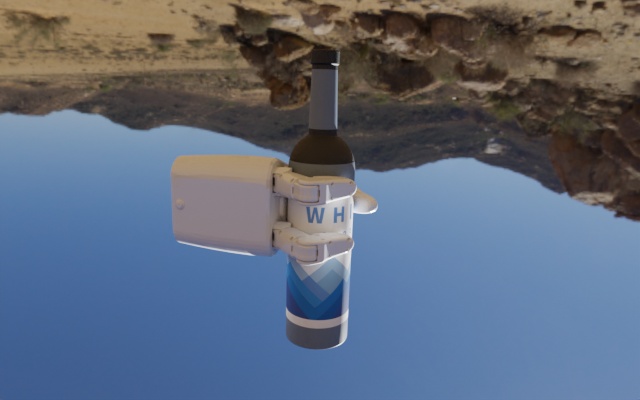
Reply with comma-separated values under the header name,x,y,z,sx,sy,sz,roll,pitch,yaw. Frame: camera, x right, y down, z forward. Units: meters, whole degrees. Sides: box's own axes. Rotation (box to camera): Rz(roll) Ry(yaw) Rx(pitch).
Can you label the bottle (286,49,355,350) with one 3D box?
name,x,y,z,sx,sy,sz,roll,pitch,yaw
bottle,0.000,0.002,0.484,0.069,0.296,0.069,2,13,0
